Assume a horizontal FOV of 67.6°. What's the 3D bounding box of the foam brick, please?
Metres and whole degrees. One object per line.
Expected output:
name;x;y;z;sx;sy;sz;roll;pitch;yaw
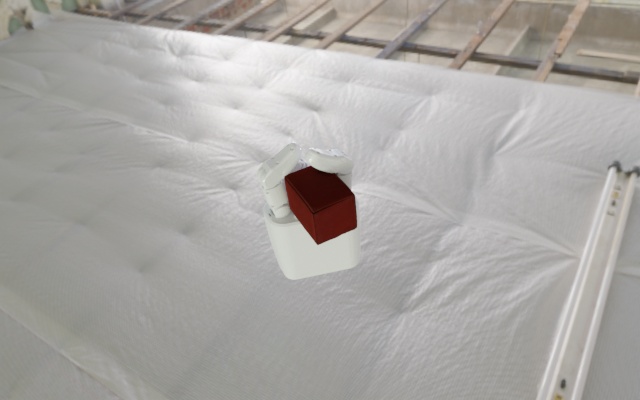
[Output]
foam brick;0.000;0.002;0.540;0.053;0.051;0.078;-22;42;-17
